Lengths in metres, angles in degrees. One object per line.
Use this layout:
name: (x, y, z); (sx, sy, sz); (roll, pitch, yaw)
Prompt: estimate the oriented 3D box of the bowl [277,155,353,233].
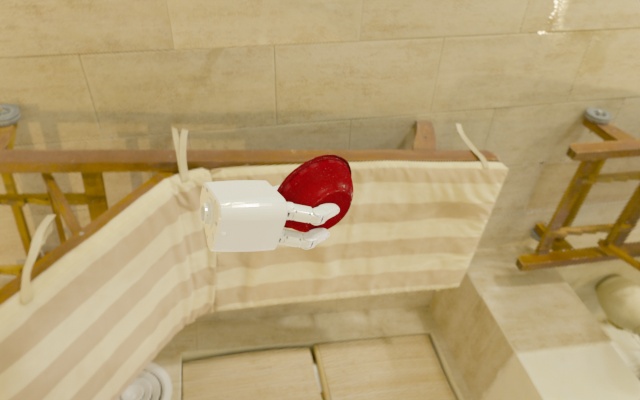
bowl: (0.001, 0.003, 0.815); (0.162, 0.162, 0.055); (0, 38, -43)
